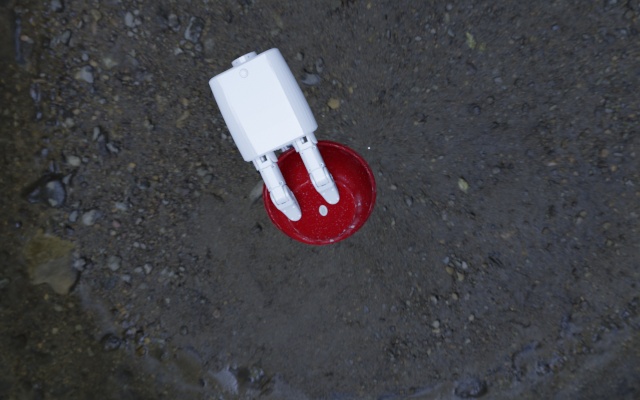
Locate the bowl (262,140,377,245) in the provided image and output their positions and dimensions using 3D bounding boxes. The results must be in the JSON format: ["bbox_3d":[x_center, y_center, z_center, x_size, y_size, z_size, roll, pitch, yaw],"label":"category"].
[{"bbox_3d":[0.001,0.003,0.654,0.162,0.162,0.055,0,24,-3],"label":"bowl"}]
